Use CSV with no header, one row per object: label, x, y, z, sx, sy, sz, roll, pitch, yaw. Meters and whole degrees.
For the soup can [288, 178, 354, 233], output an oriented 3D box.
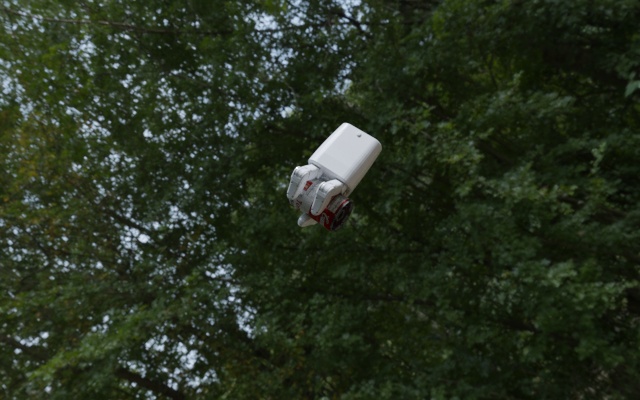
soup can,0.000,0.003,0.866,0.102,0.068,0.068,33,12,19
